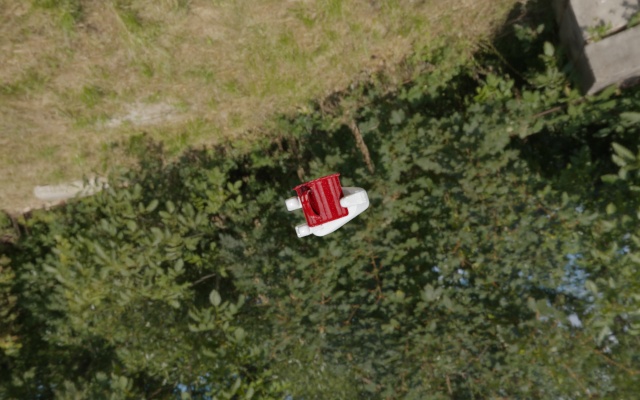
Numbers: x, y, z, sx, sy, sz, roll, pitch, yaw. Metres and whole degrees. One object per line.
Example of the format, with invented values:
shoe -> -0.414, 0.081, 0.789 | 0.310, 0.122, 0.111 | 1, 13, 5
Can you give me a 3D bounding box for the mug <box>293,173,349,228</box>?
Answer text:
mug -> 0.000, 0.003, 0.886 | 0.093, 0.081, 0.117 | -19, -2, 23
